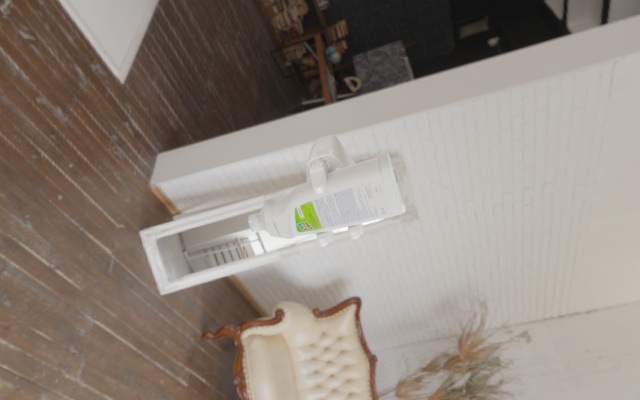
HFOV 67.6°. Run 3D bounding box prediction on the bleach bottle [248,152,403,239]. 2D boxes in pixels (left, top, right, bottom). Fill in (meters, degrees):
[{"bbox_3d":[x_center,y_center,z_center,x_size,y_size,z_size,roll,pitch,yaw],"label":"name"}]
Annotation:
[{"bbox_3d":[0.000,0.003,0.778,0.251,0.103,0.068,-14,27,11],"label":"bleach bottle"}]
